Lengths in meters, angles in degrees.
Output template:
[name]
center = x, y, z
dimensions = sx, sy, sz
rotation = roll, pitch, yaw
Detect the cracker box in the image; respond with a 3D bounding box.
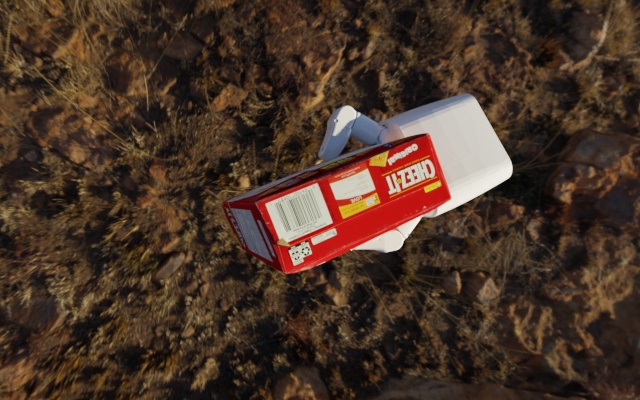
[cracker box]
center = 0.000, 0.001, 0.483
dimensions = 0.164, 0.072, 0.213
rotation = -23, 6, -17
